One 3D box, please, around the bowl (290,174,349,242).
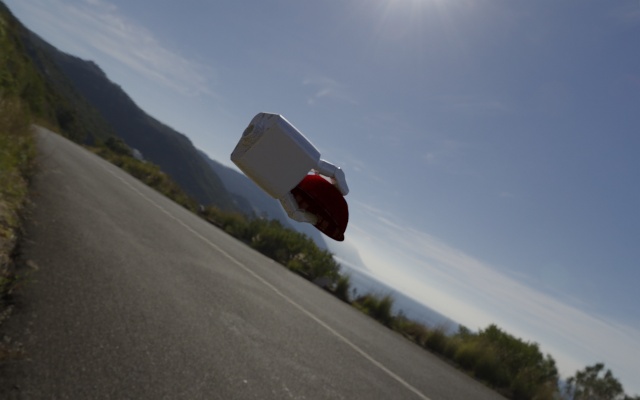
[{"bbox_3d":[0.001,0.003,0.893,0.055,0.162,0.162,-46,15,-15],"label":"bowl"}]
